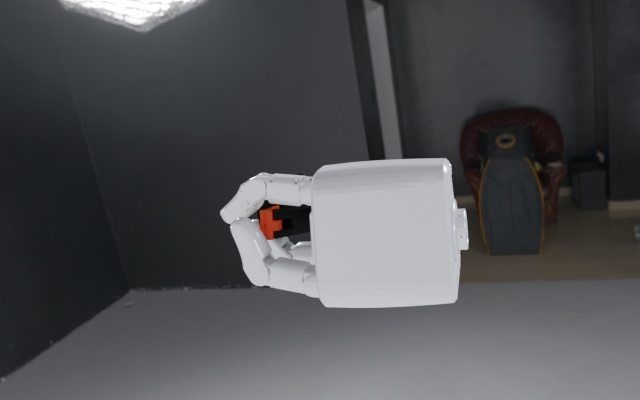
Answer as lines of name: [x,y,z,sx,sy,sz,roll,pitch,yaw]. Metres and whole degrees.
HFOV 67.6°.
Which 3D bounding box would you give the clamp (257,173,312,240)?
clamp: [0.000,0.001,0.480,0.120,0.039,0.171,-3,16,19]
